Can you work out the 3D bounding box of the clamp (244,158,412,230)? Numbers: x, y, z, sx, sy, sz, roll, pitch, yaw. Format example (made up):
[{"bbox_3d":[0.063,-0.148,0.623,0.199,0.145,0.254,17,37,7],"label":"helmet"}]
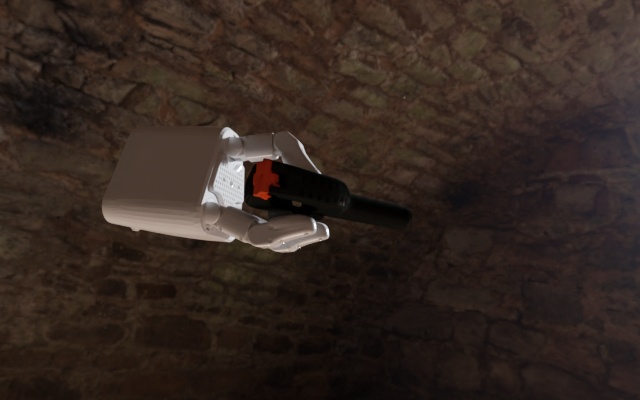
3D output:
[{"bbox_3d":[0.000,0.001,0.451,0.164,0.036,0.210,1,-10,13],"label":"clamp"}]
